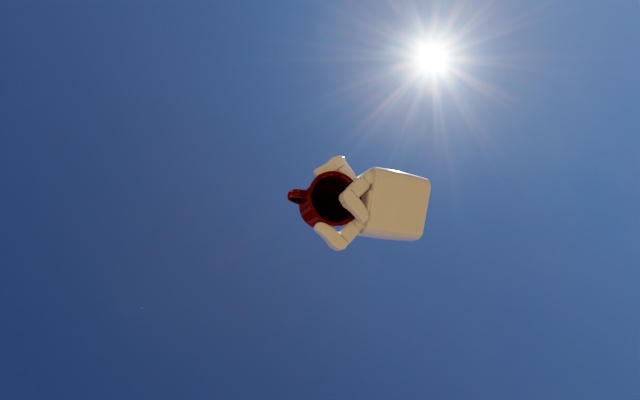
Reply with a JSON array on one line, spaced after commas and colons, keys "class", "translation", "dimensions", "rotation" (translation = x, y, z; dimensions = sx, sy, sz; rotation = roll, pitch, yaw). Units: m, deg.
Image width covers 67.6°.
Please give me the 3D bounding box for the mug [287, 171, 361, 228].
[{"class": "mug", "translation": [-0.001, 0.003, 0.814], "dimensions": [0.117, 0.093, 0.081], "rotation": [9, -15, -17]}]
